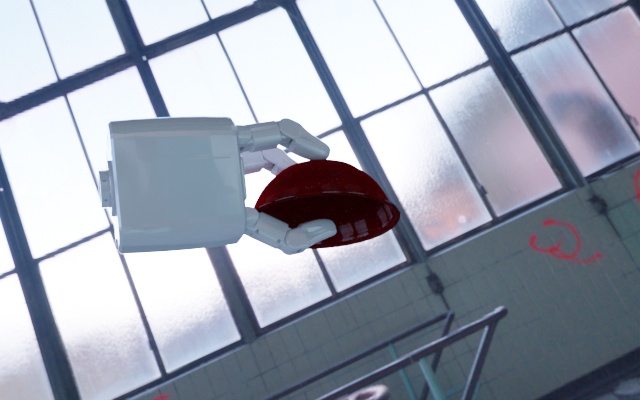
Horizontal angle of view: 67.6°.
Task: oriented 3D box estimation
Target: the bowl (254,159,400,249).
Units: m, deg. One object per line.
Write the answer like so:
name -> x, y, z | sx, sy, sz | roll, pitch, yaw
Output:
bowl -> 0.001, 0.002, 0.504 | 0.162, 0.055, 0.162 | -3, -23, -1
